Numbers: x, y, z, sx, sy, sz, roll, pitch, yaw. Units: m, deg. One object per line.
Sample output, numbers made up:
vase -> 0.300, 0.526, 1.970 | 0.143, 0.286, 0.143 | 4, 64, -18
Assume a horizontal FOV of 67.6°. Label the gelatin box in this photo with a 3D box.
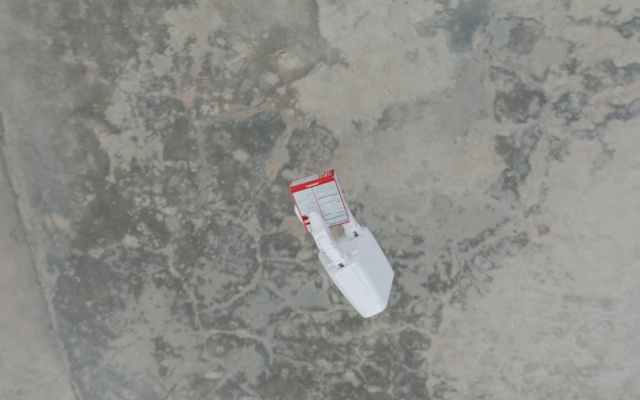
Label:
gelatin box -> 0.000, 0.002, 0.758 | 0.073, 0.089, 0.030 | -16, 28, 10
